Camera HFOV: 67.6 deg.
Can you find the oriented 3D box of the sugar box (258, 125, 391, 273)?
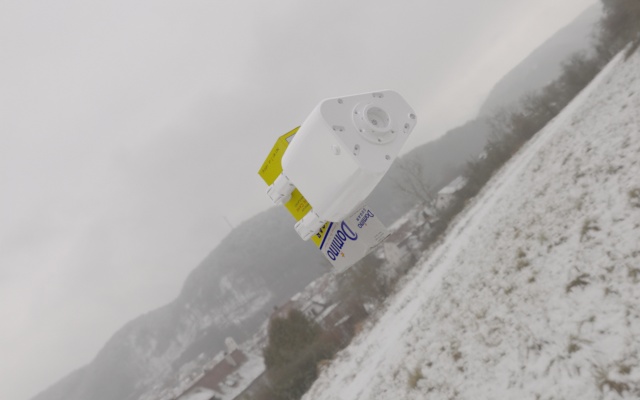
[{"bbox_3d":[0.000,0.002,0.608,0.048,0.176,0.093,-33,-9,-34],"label":"sugar box"}]
